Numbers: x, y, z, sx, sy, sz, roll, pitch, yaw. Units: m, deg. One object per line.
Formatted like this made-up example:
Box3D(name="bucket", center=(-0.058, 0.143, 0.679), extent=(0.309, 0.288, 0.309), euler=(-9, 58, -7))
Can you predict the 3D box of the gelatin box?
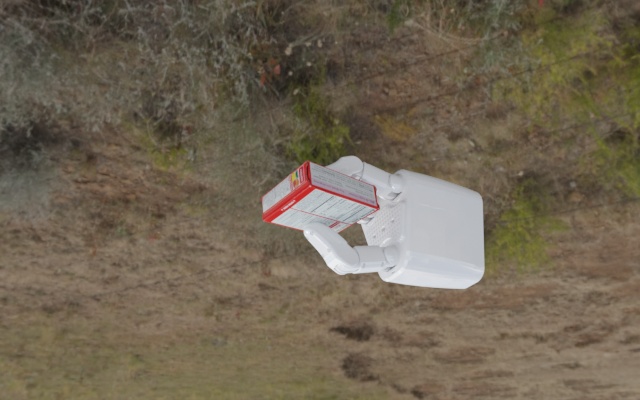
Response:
Box3D(name="gelatin box", center=(0.000, 0.002, 0.457), extent=(0.089, 0.030, 0.073), euler=(17, -37, -37))
